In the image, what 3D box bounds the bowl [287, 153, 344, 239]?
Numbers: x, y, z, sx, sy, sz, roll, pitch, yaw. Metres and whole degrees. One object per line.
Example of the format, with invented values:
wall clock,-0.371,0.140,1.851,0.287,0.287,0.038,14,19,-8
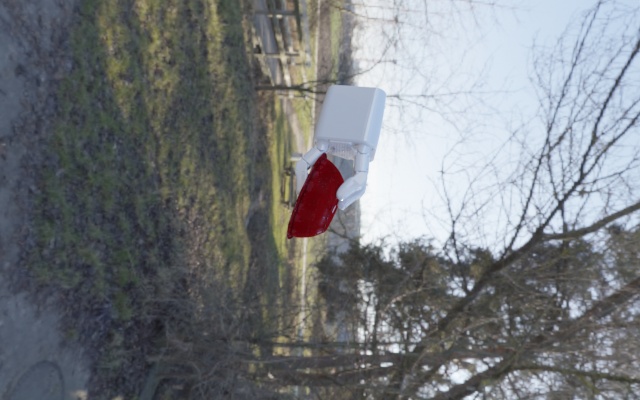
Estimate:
bowl,0.000,0.004,0.821,0.055,0.162,0.162,24,3,7
